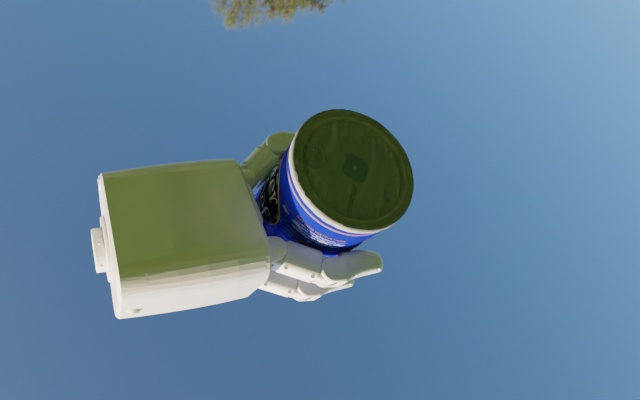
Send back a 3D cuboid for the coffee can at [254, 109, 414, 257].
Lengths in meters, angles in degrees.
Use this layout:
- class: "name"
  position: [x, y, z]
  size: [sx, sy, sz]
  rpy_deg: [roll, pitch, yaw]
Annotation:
- class: "coffee can"
  position: [0.000, 0.001, 0.417]
  size: [0.103, 0.102, 0.140]
  rpy_deg: [0, -22, -24]
